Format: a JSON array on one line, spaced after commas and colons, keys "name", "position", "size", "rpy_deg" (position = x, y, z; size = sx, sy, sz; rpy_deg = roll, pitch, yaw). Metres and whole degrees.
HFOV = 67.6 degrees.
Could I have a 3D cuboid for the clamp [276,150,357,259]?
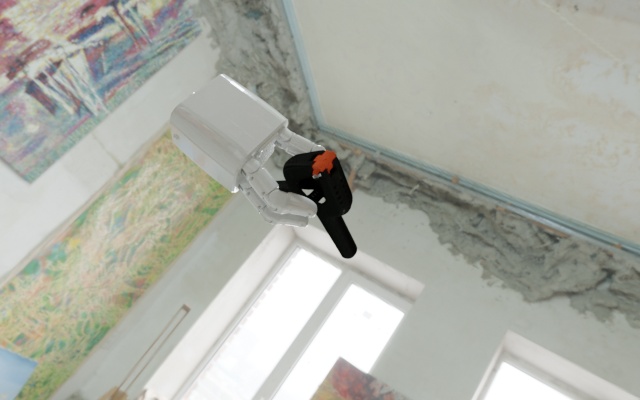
[{"name": "clamp", "position": [0.001, 0.001, 0.600], "size": [0.164, 0.036, 0.210], "rpy_deg": [38, -22, 1]}]
